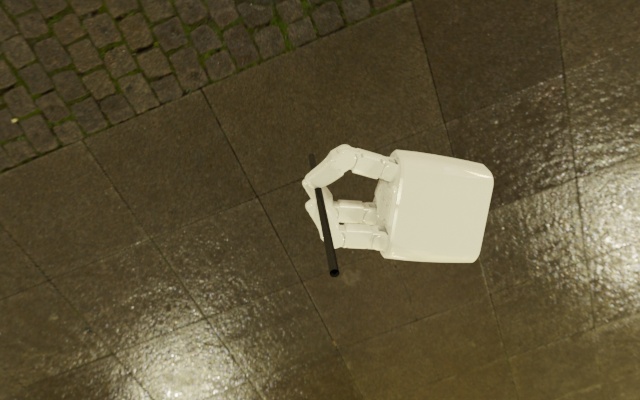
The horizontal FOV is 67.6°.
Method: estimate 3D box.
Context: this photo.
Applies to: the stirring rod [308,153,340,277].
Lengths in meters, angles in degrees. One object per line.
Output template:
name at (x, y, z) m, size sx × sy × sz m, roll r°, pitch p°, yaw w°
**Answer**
stirring rod at (0.000, 0.001, 0.483) m, size 0.011 × 0.011 × 0.239 m, roll 0°, pitch 28°, yaw -6°
